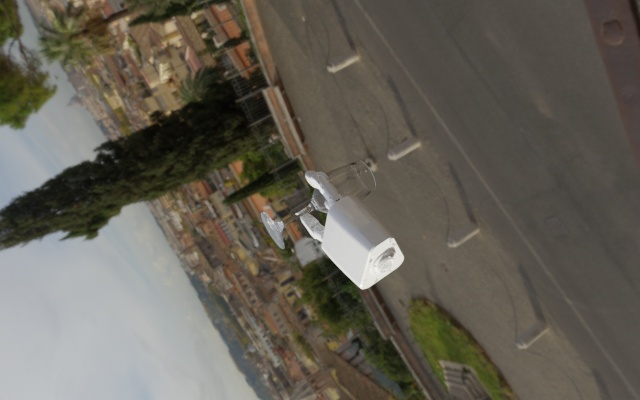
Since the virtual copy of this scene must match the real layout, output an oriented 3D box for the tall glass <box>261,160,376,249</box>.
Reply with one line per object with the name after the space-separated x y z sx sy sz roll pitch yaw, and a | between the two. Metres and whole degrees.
-0.001 0.003 0.838 0.201 0.079 0.079 -31 10 -18 | tall glass
